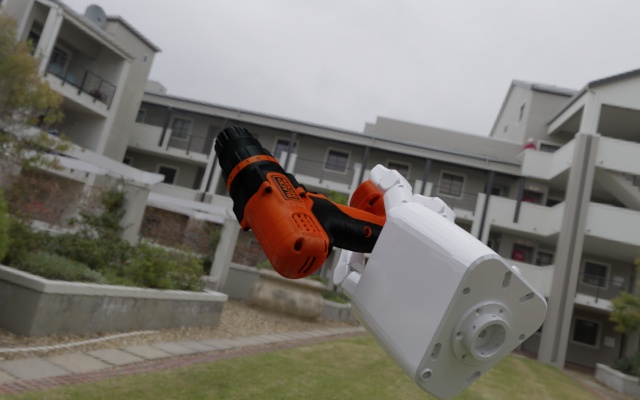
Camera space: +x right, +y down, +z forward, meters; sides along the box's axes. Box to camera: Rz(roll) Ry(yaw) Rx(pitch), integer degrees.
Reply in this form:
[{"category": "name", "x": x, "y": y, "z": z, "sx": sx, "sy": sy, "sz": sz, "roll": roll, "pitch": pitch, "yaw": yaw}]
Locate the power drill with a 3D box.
[{"category": "power drill", "x": 0.001, "y": 0.002, "z": 0.459, "sx": 0.187, "sy": 0.057, "sz": 0.184, "roll": 8, "pitch": 35, "yaw": -39}]
